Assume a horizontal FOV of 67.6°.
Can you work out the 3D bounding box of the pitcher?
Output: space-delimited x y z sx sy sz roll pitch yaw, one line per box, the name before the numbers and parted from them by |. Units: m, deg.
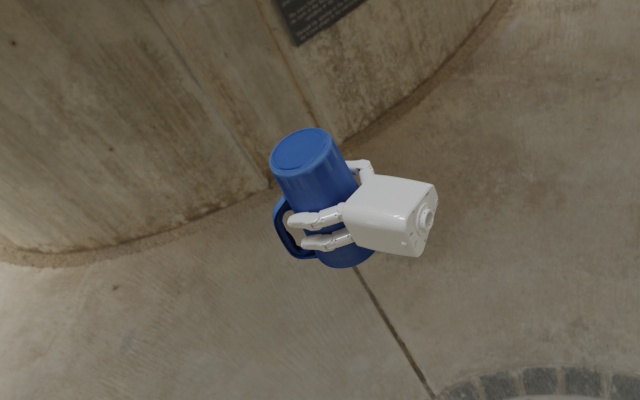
pitcher | 0.000 0.003 0.814 0.145 0.149 0.243 11 -34 36
